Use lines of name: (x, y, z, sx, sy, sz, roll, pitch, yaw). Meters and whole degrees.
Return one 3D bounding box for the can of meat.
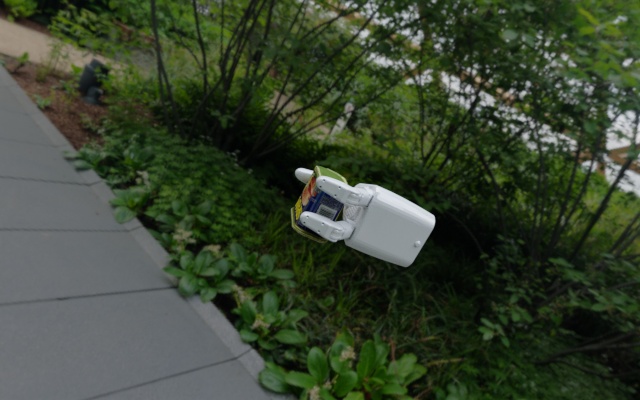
can of meat: (0.000, 0.002, 0.709, 0.057, 0.084, 0.102, 25, 15, -12)
